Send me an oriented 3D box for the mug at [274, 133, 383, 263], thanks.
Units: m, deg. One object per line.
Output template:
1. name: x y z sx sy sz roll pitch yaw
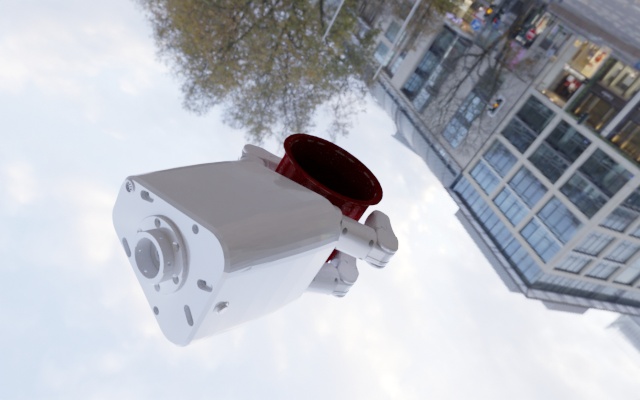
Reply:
1. mug: 0.001 0.001 0.418 0.093 0.081 0.117 45 30 23
